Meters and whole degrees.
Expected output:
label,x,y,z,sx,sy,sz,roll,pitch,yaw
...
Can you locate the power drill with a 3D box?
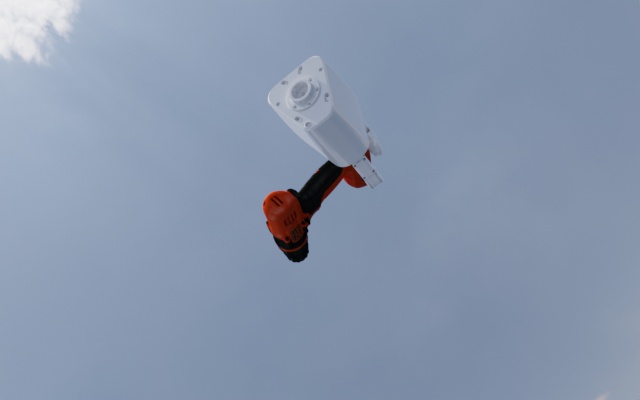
label,x,y,z,sx,sy,sz,roll,pitch,yaw
power drill,0.000,0.002,0.738,0.057,0.187,0.184,38,-18,23
